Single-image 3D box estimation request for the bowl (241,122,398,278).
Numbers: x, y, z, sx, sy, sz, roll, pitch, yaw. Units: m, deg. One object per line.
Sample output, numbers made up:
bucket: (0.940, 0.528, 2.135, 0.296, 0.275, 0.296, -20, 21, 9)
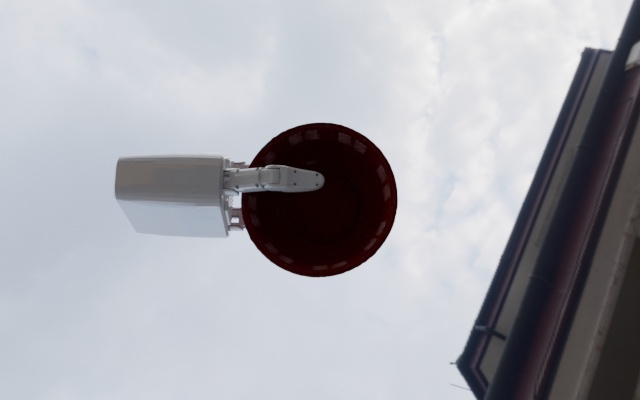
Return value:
bowl: (0.001, 0.002, 0.511, 0.162, 0.162, 0.055, 0, -11, 6)
